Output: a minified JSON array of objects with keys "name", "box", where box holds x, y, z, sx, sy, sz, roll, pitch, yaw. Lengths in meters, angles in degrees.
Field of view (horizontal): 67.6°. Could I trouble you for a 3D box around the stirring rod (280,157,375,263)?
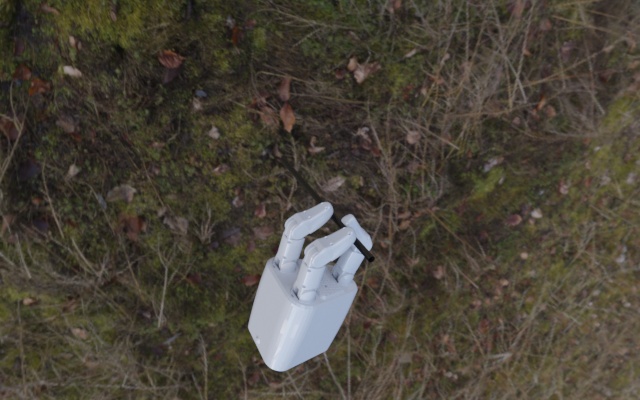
[{"name":"stirring rod","box":[0.000,0.002,0.596,0.011,0.011,0.239,0,30,-32]}]
